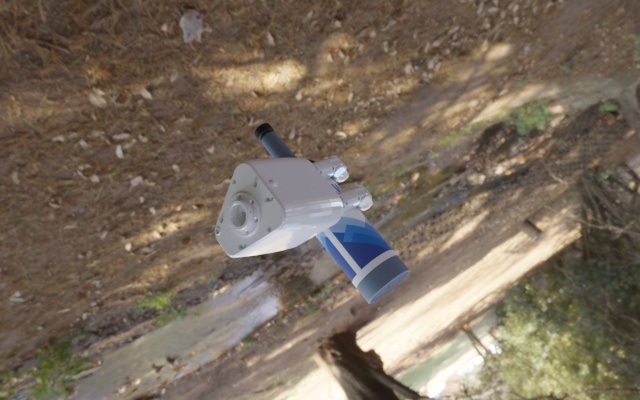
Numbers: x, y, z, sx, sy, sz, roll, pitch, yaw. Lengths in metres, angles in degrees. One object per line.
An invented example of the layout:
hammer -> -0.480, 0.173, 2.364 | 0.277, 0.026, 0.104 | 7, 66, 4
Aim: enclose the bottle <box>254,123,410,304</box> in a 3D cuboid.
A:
bottle -> 0.000, 0.002, 0.650 | 0.069, 0.295, 0.069 | -33, -22, -15
